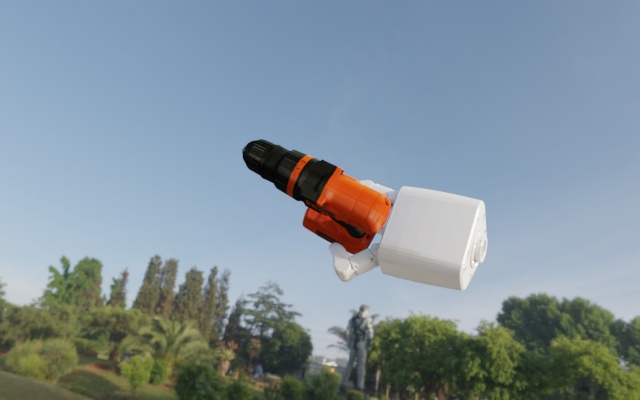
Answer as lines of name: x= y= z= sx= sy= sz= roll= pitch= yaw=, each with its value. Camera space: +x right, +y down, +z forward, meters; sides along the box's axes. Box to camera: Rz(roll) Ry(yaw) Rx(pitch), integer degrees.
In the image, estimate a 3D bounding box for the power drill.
power drill: x=0.000 y=0.002 z=0.599 sx=0.184 sy=0.057 sz=0.188 roll=29 pitch=-11 yaw=16
